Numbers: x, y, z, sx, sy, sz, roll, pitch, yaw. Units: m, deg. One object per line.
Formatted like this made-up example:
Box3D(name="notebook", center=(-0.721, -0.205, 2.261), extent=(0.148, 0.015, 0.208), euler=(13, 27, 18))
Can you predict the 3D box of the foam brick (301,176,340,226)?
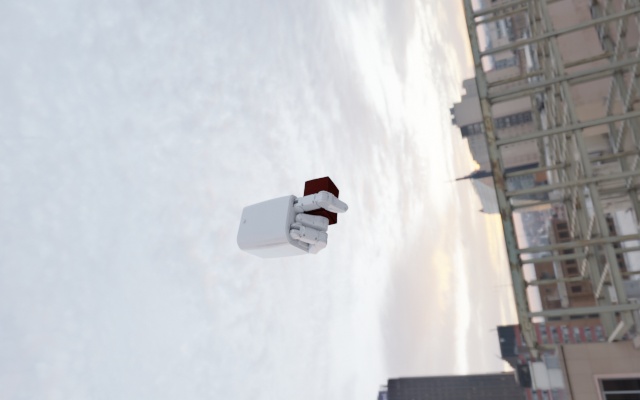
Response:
Box3D(name="foam brick", center=(0.000, 0.003, 0.881), extent=(0.051, 0.078, 0.053), euler=(-12, -39, 23))
